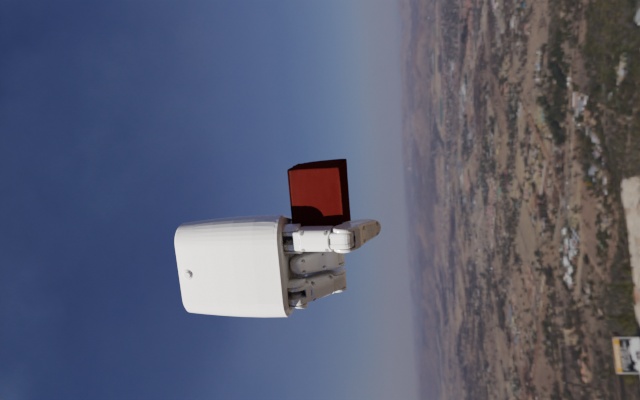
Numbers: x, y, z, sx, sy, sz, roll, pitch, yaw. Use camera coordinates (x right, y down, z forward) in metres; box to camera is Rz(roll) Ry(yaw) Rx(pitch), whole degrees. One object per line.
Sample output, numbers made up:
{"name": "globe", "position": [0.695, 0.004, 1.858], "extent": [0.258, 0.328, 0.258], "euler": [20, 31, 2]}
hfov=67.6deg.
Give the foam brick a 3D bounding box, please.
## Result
{"name": "foam brick", "position": [0.000, 0.001, 0.471], "extent": [0.051, 0.078, 0.053], "euler": [-2, 11, 11]}
